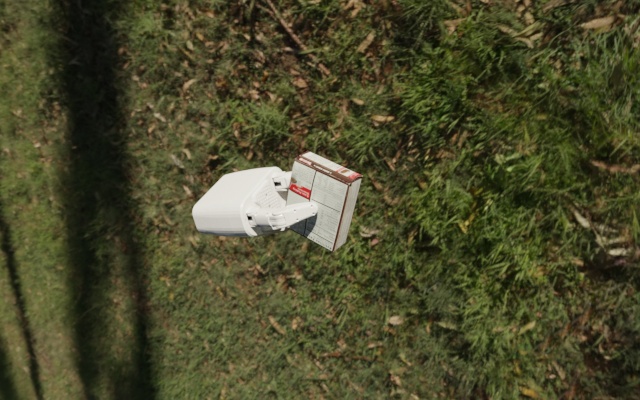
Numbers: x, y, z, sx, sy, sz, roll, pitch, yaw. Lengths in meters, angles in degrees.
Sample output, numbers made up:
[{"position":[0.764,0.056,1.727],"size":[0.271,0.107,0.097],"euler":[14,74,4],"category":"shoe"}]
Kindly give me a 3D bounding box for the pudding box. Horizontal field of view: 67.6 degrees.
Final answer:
[{"position":[0.000,0.002,0.647],"size":[0.090,0.114,0.039],"euler":[26,35,22],"category":"pudding box"}]
